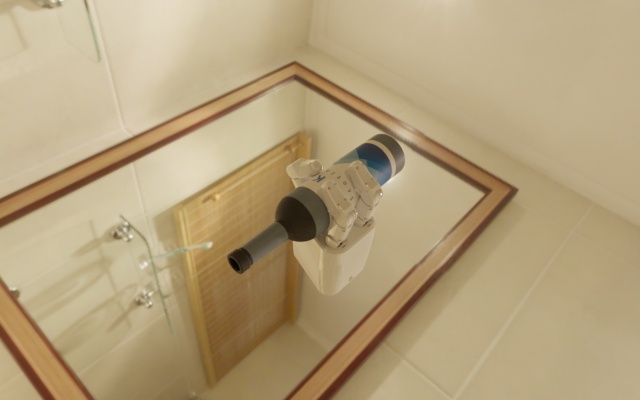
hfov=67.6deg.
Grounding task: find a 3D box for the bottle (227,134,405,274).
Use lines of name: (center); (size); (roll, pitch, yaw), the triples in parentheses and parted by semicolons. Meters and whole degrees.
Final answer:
bottle: (0.000, 0.002, 0.629); (0.295, 0.069, 0.069); (-36, 22, -34)
